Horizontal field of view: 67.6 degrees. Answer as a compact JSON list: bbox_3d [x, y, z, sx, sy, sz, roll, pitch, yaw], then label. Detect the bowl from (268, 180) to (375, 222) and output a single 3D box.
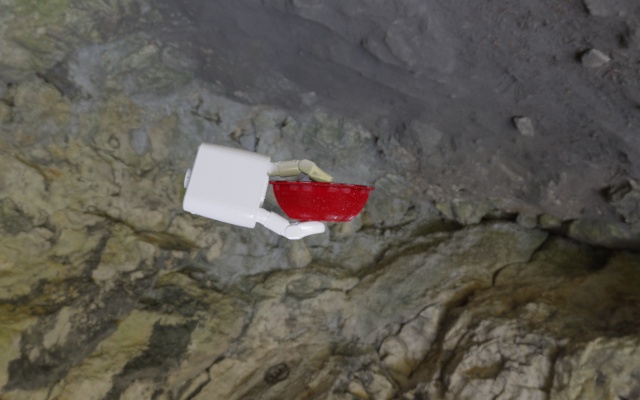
[{"bbox_3d":[0.001,0.003,0.719,0.162,0.055,0.162,3,-1,0],"label":"bowl"}]
